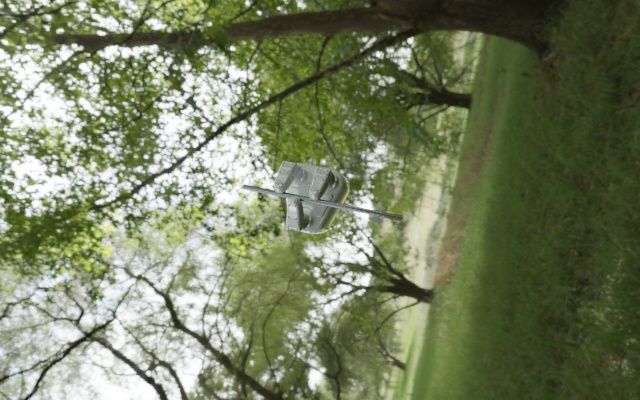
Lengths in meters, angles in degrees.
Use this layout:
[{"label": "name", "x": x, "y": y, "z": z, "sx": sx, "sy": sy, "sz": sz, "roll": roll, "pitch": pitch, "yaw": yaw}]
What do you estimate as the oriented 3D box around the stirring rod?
[{"label": "stirring rod", "x": 0.000, "y": 0.002, "z": 0.691, "sx": 0.239, "sy": 0.011, "sz": 0.011, "roll": 11, "pitch": 2, "yaw": 12}]
